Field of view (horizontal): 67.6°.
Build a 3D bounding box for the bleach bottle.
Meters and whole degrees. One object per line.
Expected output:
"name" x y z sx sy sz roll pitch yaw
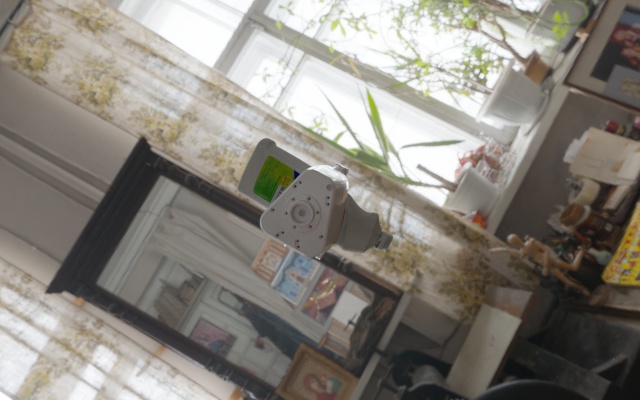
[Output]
"bleach bottle" 0.000 0.003 0.750 0.251 0.102 0.068 28 9 7
